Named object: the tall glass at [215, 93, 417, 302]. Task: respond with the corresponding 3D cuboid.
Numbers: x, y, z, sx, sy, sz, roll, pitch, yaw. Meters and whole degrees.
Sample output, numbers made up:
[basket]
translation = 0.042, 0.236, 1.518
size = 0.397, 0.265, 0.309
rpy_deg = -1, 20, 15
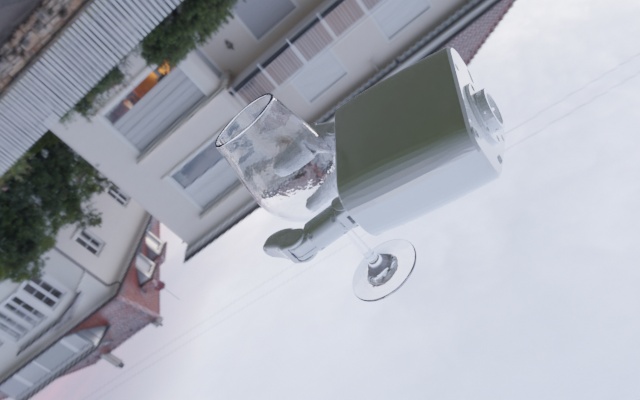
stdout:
[tall glass]
translation = 0.000, 0.002, 0.421
size = 0.201, 0.079, 0.079
rpy_deg = 47, -24, -25
